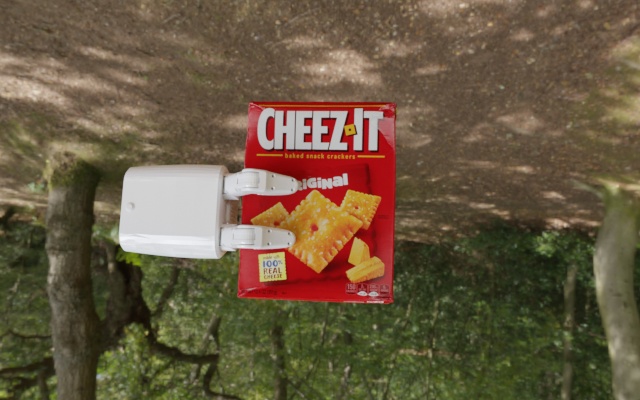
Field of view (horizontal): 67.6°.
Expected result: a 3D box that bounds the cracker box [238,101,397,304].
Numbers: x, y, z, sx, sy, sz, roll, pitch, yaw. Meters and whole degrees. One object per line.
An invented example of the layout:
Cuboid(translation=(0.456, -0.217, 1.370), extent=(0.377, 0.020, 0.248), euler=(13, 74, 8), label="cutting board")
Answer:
Cuboid(translation=(0.000, 0.002, 0.526), extent=(0.164, 0.213, 0.072), euler=(1, -7, 5), label="cracker box")
